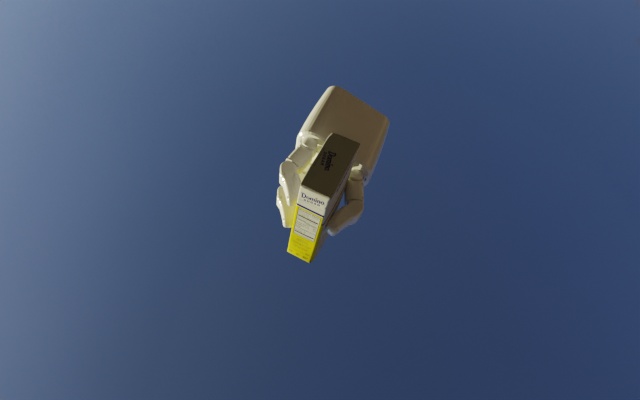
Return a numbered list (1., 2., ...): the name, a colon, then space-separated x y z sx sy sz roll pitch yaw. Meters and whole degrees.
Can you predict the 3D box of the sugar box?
1. sugar box: 0.000 0.002 0.622 0.048 0.093 0.176 24 -33 8
